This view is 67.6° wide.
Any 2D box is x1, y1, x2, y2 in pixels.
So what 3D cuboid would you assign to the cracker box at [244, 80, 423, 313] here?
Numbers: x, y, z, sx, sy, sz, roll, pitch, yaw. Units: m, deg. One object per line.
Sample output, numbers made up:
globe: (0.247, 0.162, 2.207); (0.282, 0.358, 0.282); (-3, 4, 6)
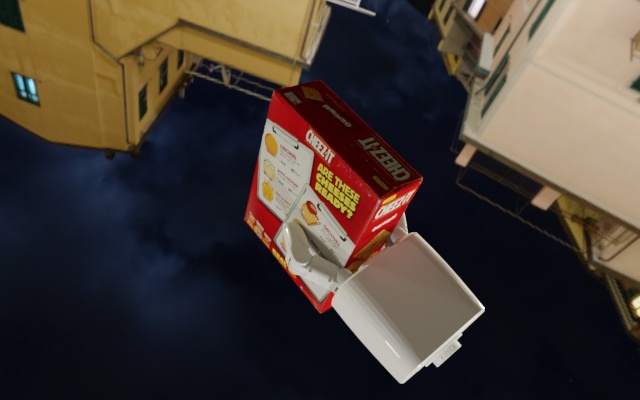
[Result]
cracker box: (0.000, 0.002, 0.537); (0.072, 0.164, 0.214); (-25, -28, -35)
